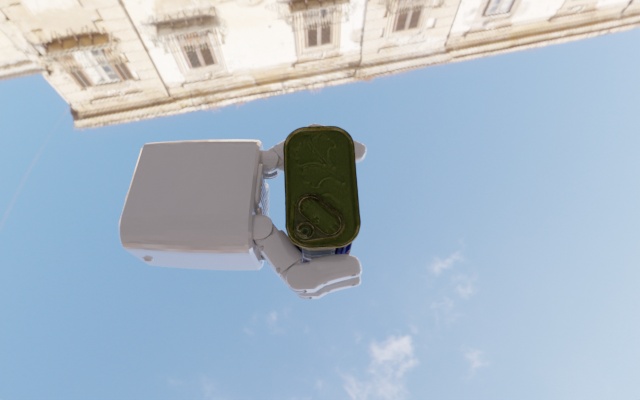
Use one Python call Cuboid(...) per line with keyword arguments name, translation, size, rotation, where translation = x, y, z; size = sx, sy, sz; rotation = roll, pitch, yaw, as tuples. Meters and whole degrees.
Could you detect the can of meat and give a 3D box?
Cuboid(name="can of meat", translation=(0.000, 0.001, 0.409), size=(0.057, 0.102, 0.084), rotation=(-3, -20, -2))
